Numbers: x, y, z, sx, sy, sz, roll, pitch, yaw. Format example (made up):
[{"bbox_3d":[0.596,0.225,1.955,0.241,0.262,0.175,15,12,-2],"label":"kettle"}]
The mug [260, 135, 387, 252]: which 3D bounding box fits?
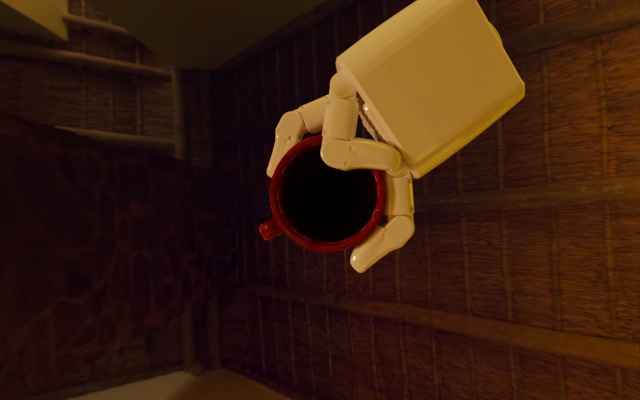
[{"bbox_3d":[-0.001,0.002,0.418,0.117,0.093,0.081,-33,-4,5],"label":"mug"}]
